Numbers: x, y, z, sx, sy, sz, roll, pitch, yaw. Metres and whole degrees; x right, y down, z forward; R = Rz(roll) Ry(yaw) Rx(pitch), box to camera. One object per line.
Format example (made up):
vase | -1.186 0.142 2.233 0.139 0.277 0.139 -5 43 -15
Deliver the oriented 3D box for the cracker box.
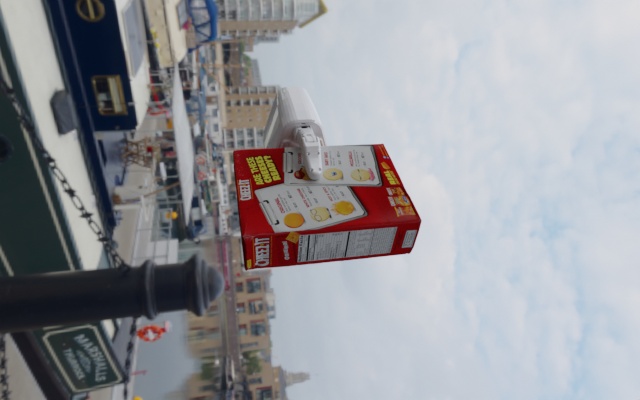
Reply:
cracker box | 0.000 0.002 0.622 0.213 0.072 0.164 -5 43 -11
